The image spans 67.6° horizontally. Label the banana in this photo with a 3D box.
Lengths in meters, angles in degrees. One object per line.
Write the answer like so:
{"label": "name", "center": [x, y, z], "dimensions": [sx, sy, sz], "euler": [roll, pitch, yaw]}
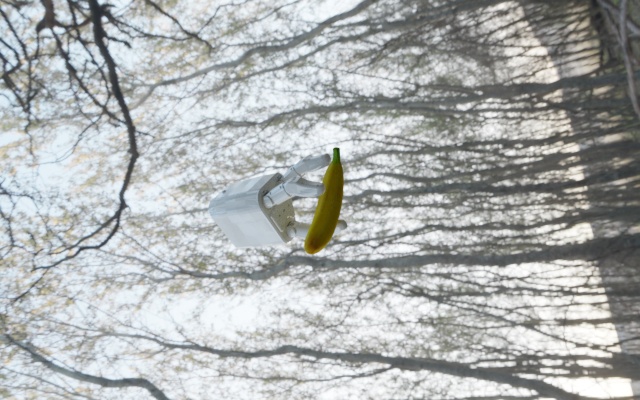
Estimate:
{"label": "banana", "center": [0.007, 0.011, 0.729], "dimensions": [0.037, 0.197, 0.070], "euler": [-3, -39, 21]}
